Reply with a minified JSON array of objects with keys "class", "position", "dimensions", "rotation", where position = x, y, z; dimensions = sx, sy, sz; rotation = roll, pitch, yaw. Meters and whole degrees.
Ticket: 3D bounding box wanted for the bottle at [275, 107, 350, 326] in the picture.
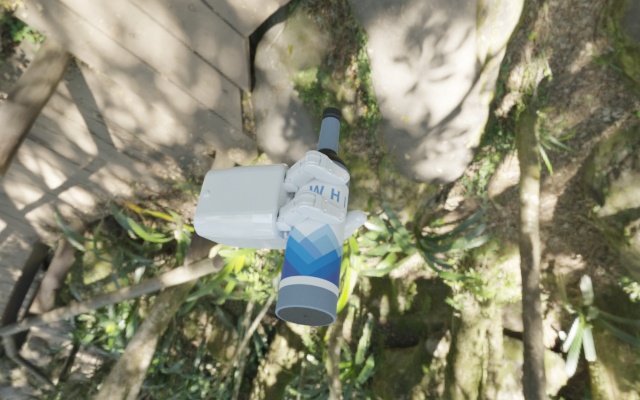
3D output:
[{"class":"bottle","position":[0.000,0.002,0.594],"dimensions":[0.069,0.295,0.069],"rotation":[5,-32,3]}]
